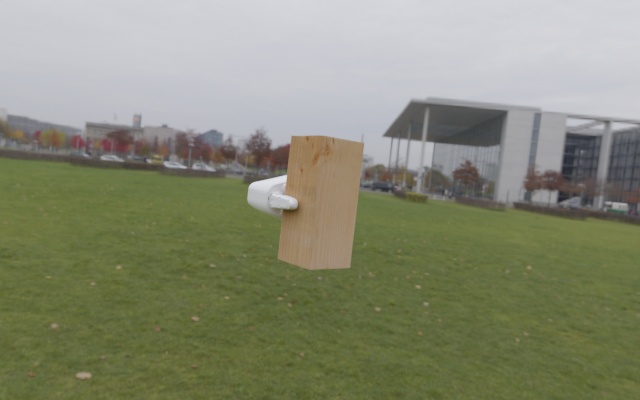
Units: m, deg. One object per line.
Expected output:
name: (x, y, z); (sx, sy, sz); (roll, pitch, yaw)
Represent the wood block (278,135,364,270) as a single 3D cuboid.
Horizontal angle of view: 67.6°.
wood block: (0.000, 0.002, 0.781); (0.091, 0.206, 0.090); (4, 4, -40)
